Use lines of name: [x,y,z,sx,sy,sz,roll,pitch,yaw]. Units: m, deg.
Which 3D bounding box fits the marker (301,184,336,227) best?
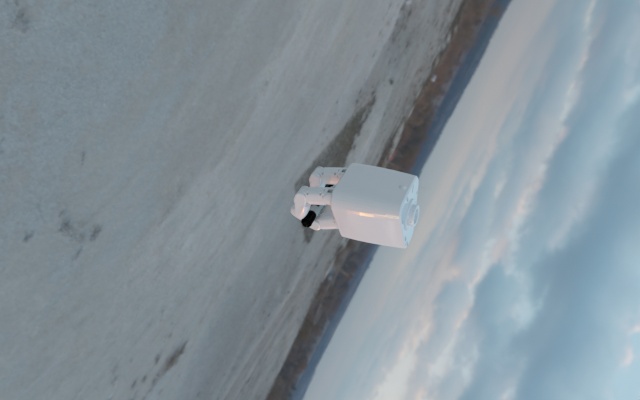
marker: [0.000,0.003,0.799,0.020,0.020,0.121,0,37,32]
